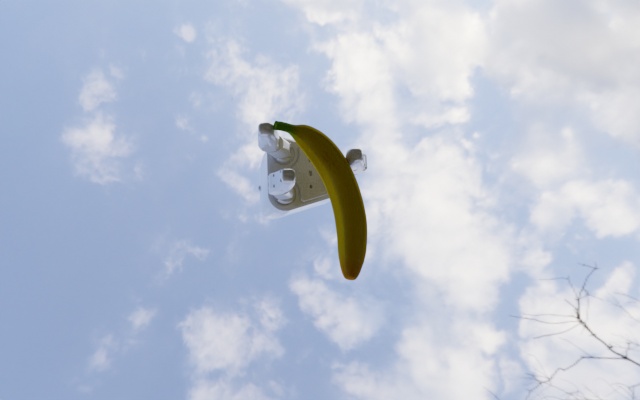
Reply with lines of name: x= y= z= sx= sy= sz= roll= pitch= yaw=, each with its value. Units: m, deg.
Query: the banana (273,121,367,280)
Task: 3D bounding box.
banana: x=0.014 y=-0.009 z=0.550 sx=0.069 sy=0.198 sz=0.037 roll=-25 pitch=-3 yaw=-21
